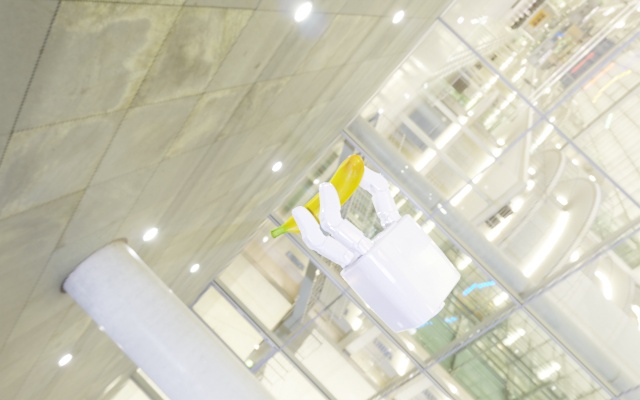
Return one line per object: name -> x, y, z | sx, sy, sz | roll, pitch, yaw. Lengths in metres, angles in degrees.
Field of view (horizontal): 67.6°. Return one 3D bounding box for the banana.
banana -> 0.009, -0.002, 0.646 | 0.069, 0.037, 0.198 | -29, -12, -50
